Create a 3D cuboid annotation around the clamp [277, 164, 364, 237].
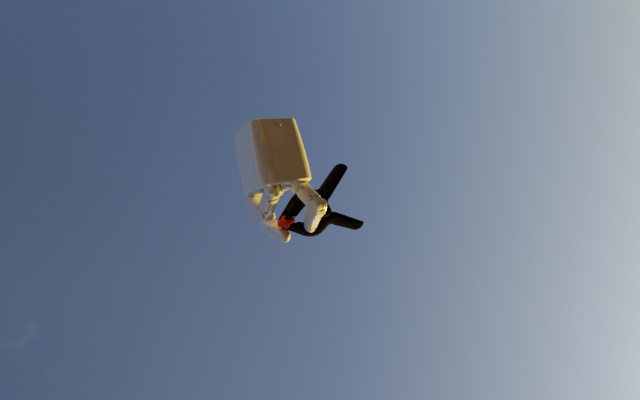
[{"bbox_3d":[0.000,0.003,0.809,0.171,0.120,0.039,-10,-5,-41],"label":"clamp"}]
